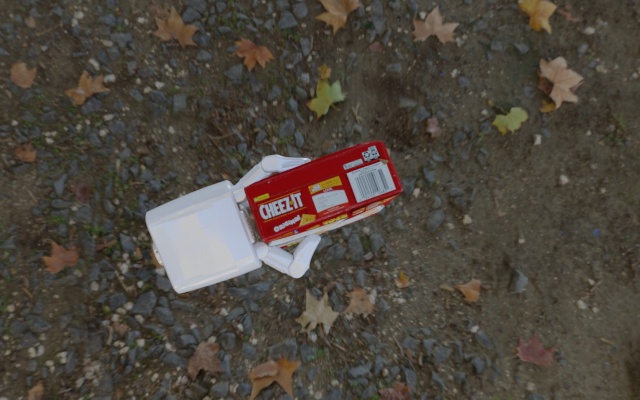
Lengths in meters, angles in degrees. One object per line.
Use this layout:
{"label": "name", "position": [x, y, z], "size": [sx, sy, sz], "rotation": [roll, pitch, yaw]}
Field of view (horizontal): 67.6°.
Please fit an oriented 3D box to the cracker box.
{"label": "cracker box", "position": [0.000, 0.002, 0.614], "size": [0.164, 0.072, 0.214], "rotation": [-20, -7, -4]}
